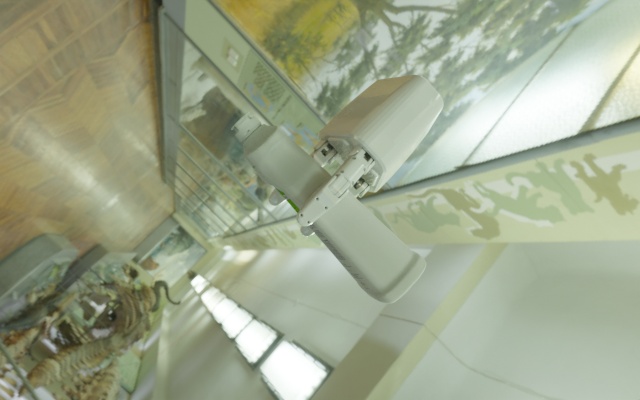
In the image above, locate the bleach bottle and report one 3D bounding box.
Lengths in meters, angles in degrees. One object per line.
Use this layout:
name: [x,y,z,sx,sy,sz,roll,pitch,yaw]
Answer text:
bleach bottle: [0.000,0.002,0.530,0.068,0.251,0.102,-45,8,-11]
